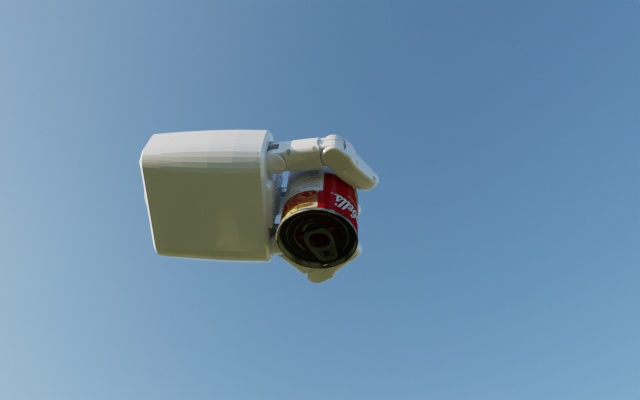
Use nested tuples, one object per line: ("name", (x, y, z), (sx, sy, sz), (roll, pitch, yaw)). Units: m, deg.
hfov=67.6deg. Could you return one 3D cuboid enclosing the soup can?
("soup can", (0.001, 0.001, 0.431), (0.068, 0.069, 0.102), (0, 39, 4))
